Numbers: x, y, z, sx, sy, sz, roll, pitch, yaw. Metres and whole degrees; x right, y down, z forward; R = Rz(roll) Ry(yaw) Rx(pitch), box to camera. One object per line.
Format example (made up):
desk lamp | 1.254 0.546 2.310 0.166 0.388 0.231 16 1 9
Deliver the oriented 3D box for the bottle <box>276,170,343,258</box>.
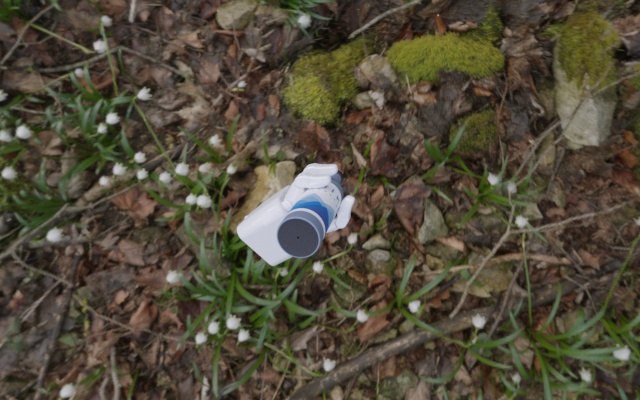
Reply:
bottle | 0.000 0.003 0.825 0.069 0.069 0.295 0 21 14
